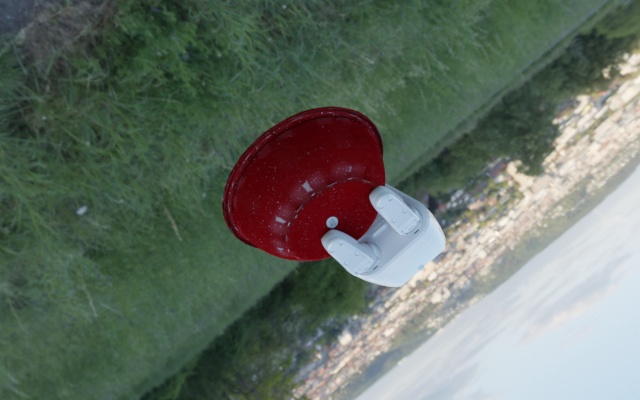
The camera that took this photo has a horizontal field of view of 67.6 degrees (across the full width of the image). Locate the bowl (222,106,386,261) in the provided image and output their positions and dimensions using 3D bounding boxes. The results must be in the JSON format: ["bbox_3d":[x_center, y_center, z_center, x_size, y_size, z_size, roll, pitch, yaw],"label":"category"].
[{"bbox_3d":[-0.001,0.001,0.417,0.162,0.162,0.055,0,39,-36],"label":"bowl"}]
